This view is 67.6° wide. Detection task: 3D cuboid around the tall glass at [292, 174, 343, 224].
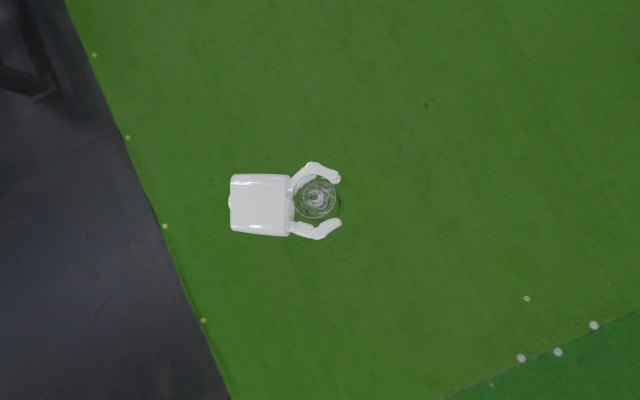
[{"bbox_3d":[0.000,0.003,0.896,0.079,0.079,0.201,0,-6,7],"label":"tall glass"}]
